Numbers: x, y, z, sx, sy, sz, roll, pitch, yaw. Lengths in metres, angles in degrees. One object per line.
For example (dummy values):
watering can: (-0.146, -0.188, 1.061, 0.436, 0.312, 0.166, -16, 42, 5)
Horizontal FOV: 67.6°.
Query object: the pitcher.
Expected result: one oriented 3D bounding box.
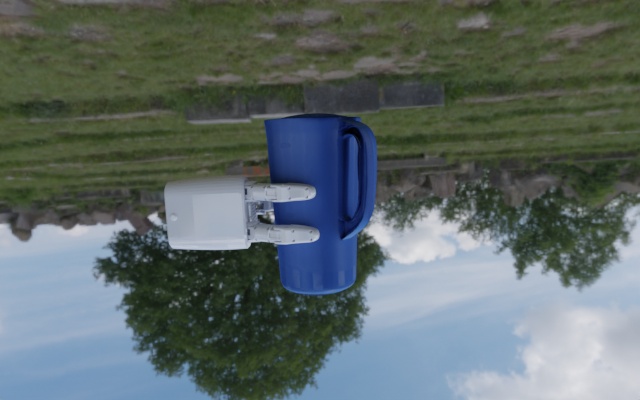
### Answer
pitcher: (0.000, 0.002, 0.661, 0.145, 0.243, 0.149, -2, 7, 0)
